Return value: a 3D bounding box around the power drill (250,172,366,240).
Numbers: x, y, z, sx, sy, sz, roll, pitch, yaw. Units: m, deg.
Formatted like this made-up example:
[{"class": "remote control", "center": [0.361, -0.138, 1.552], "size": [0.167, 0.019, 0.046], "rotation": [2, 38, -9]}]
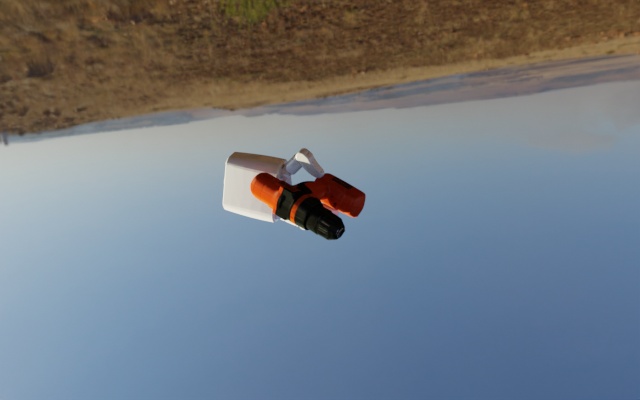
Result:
[{"class": "power drill", "center": [0.000, 0.003, 0.813], "size": [0.184, 0.057, 0.187], "rotation": [32, 20, 28]}]
